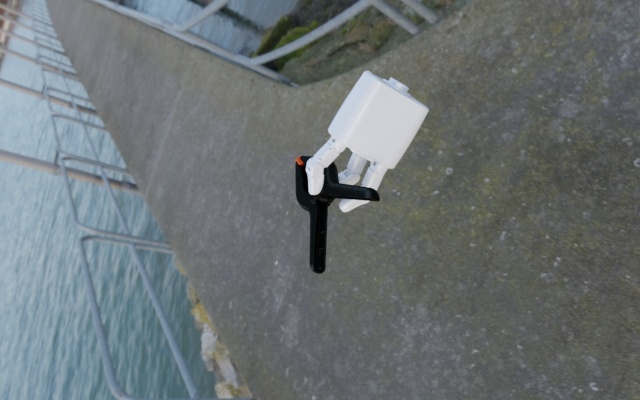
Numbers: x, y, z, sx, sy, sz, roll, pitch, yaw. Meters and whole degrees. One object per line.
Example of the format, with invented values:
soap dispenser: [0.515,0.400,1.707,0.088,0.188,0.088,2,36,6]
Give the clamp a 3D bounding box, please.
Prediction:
clamp: [-0.001,0.002,0.770,0.036,0.164,0.210,18,23,-36]
